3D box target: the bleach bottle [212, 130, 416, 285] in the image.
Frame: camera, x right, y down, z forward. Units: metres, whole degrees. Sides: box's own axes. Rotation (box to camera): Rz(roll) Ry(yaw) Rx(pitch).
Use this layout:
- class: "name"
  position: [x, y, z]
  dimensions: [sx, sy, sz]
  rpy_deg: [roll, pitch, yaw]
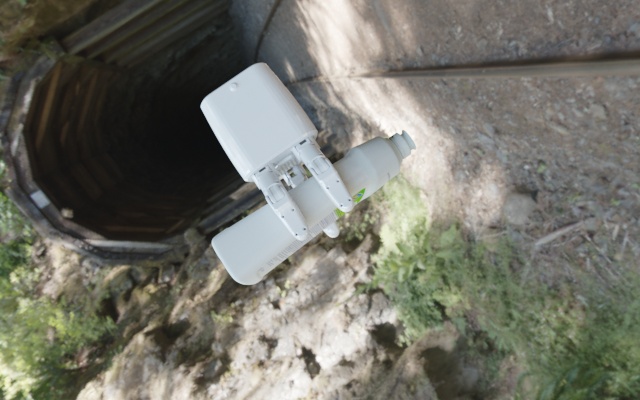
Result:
- class: "bleach bottle"
  position: [0.000, 0.002, 0.559]
  dimensions: [0.251, 0.068, 0.102]
  rpy_deg: [-34, -9, -1]
